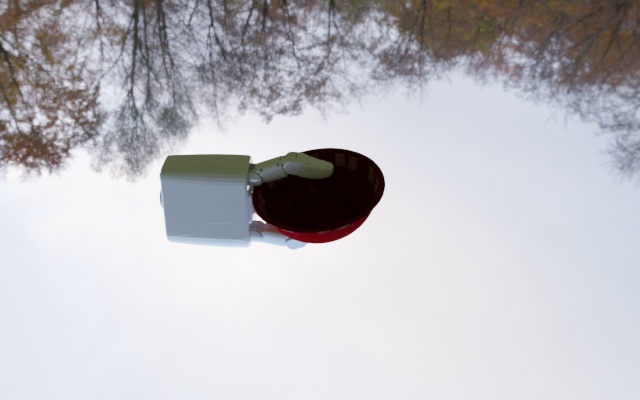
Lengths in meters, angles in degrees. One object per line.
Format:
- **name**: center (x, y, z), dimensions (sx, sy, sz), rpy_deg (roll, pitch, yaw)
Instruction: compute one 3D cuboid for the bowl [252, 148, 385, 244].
- **bowl**: center (0.001, 0.002, 0.588), dimensions (0.162, 0.055, 0.162), rpy_deg (-6, 39, 5)
